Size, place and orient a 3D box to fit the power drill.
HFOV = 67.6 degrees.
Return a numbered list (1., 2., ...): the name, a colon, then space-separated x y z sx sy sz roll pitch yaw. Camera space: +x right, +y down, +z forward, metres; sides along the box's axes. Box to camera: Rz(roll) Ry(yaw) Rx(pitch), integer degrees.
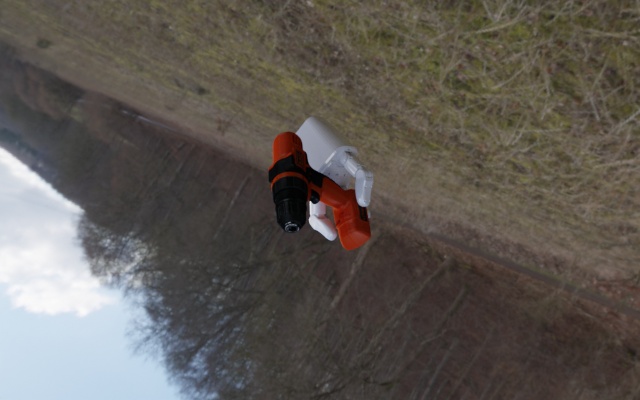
1. power drill: 0.000 0.002 0.724 0.057 0.184 0.188 -30 -48 26
